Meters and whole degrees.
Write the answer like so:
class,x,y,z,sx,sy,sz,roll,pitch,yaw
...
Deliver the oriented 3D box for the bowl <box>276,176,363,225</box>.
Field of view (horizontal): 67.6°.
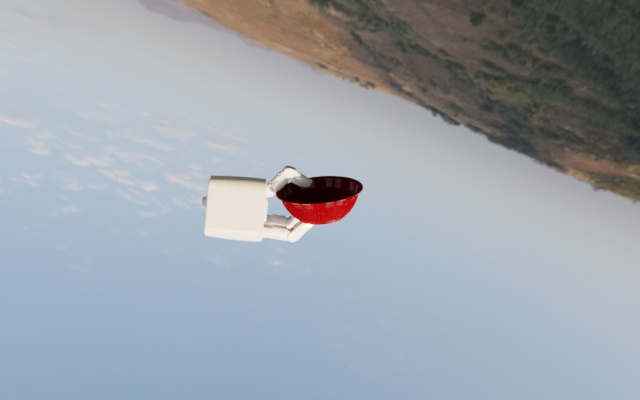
class,x,y,z,sx,sy,sz,roll,pitch,yaw
bowl,0.002,0.003,0.887,0.162,0.055,0.162,-5,20,2
